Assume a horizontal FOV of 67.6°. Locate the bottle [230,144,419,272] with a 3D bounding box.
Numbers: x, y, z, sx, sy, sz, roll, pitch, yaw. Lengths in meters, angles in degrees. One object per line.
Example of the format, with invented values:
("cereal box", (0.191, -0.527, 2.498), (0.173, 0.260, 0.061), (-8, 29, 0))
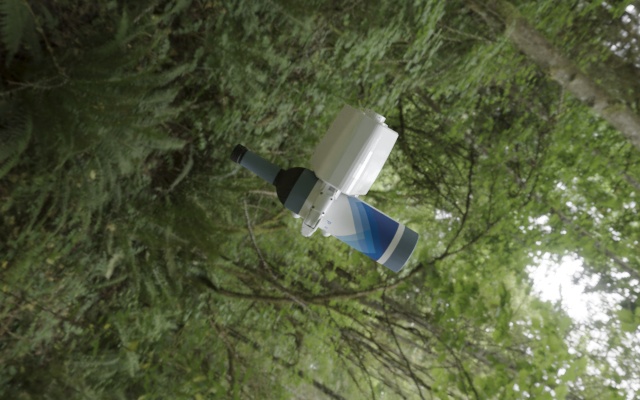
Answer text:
("bottle", (0.000, 0.003, 0.702), (0.296, 0.069, 0.069), (30, 0, 0))
